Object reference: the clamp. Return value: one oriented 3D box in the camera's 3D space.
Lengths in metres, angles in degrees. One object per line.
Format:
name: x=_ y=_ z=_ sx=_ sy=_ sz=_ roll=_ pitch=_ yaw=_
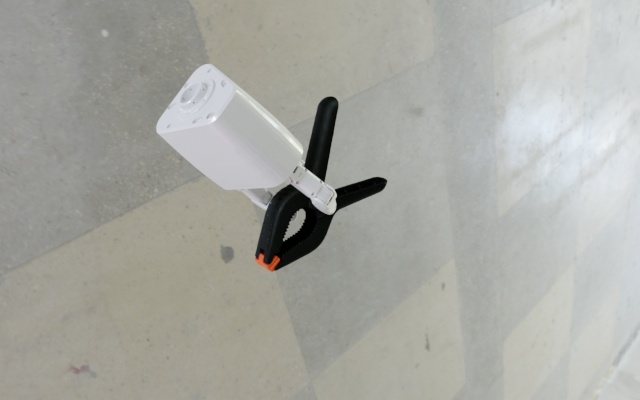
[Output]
clamp: x=0.000 y=0.002 z=0.591 sx=0.036 sy=0.210 sz=0.165 roll=20 pitch=-17 yaw=47
